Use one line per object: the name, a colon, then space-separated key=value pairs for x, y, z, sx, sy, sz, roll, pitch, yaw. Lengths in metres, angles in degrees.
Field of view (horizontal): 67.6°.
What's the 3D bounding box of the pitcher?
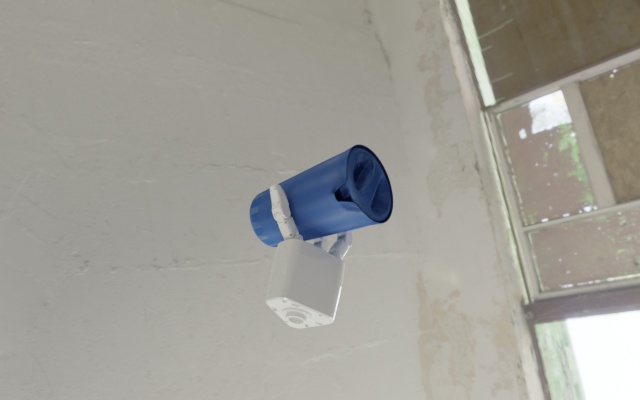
pitcher: x=0.000 y=0.003 z=0.840 sx=0.243 sy=0.145 sz=0.149 roll=-19 pitch=-43 yaw=35
